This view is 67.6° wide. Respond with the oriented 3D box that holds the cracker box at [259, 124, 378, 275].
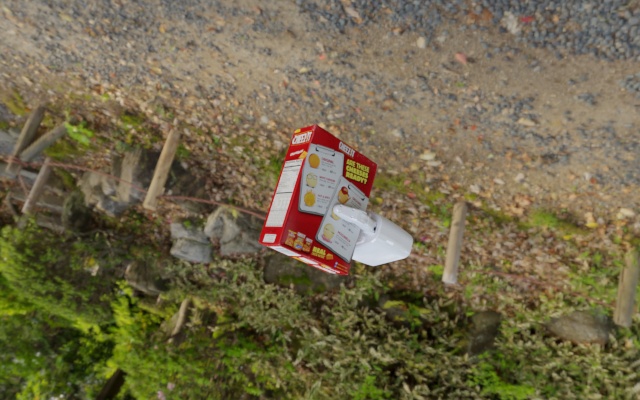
[{"bbox_3d":[0.000,0.003,0.830,0.164,0.213,0.072,28,-20,-37],"label":"cracker box"}]
